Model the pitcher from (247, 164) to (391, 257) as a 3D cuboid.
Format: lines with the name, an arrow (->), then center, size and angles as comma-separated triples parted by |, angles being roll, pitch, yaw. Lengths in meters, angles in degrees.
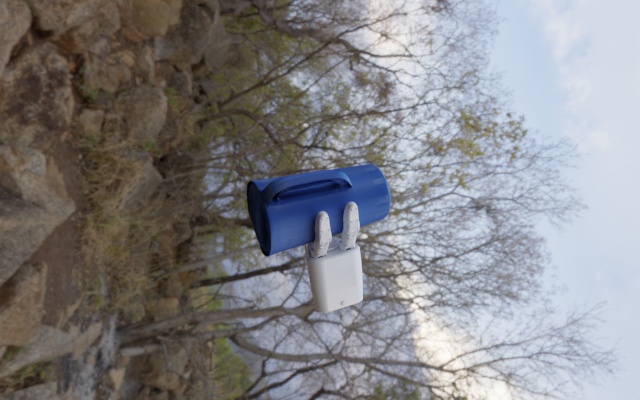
pitcher -> 0.000, 0.003, 0.843 | 0.243, 0.145, 0.149 | -13, 17, -20
